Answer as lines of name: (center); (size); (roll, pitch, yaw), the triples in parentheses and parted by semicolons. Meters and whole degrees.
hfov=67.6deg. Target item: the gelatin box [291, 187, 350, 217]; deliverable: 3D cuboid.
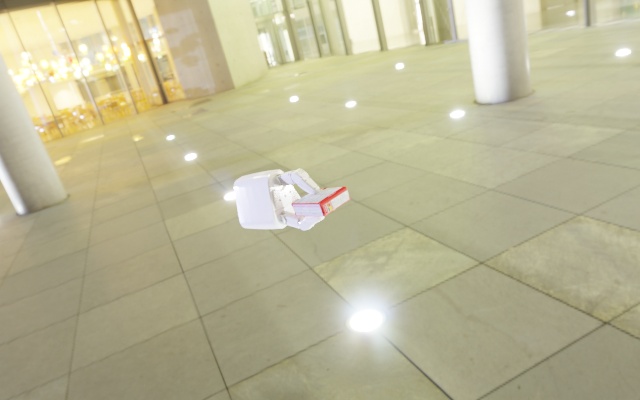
gelatin box: (0.000, 0.003, 0.899); (0.073, 0.030, 0.089); (-32, 18, -36)
